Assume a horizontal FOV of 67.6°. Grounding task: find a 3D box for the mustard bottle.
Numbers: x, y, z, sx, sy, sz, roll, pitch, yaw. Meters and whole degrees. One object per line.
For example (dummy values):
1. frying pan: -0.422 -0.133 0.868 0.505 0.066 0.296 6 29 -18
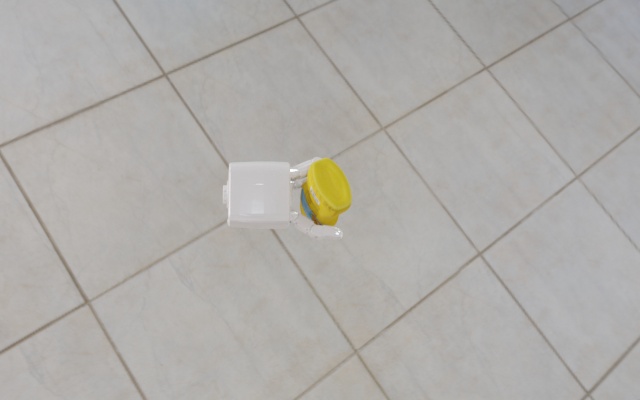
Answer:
1. mustard bottle: 0.001 0.003 0.871 0.058 0.096 0.192 -24 -13 -19
